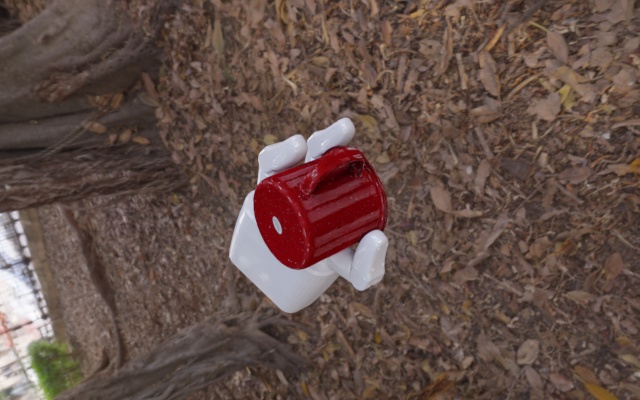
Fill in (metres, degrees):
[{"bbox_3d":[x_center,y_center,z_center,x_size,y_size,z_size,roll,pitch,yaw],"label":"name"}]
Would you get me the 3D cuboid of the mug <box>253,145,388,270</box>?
[{"bbox_3d":[0.000,0.001,0.399,0.081,0.093,0.117,-23,-23,-33],"label":"mug"}]
